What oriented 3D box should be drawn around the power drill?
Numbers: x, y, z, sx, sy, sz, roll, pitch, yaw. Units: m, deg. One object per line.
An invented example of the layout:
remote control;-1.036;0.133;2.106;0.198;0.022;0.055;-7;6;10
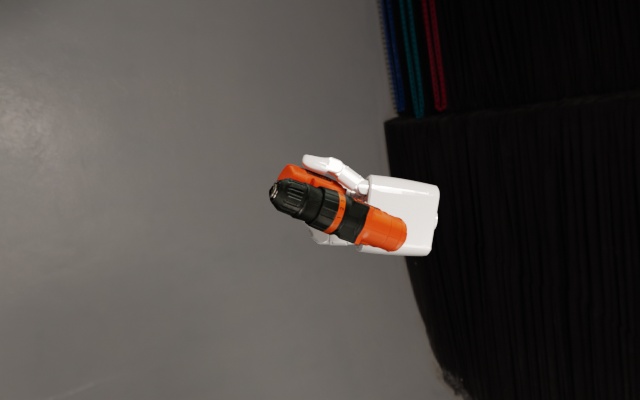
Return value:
power drill;0.000;0.002;0.629;0.184;0.057;0.187;23;7;-24
